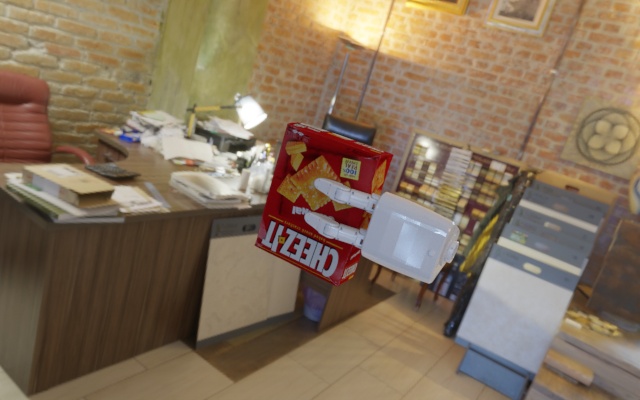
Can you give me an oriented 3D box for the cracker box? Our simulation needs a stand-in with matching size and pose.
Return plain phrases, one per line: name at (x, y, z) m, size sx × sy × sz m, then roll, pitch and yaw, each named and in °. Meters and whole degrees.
cracker box at (0.000, 0.002, 0.751) m, size 0.164 × 0.214 × 0.072 m, roll 23°, pitch 16°, yaw 23°
